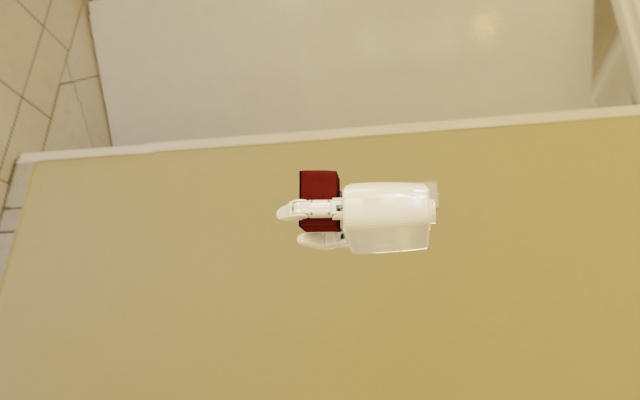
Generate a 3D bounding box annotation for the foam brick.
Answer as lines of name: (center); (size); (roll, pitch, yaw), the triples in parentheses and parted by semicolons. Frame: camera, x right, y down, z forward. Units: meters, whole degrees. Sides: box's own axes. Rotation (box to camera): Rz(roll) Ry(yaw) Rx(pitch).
foam brick: (0.000, 0.002, 0.654); (0.051, 0.078, 0.053); (-2, -13, 8)
